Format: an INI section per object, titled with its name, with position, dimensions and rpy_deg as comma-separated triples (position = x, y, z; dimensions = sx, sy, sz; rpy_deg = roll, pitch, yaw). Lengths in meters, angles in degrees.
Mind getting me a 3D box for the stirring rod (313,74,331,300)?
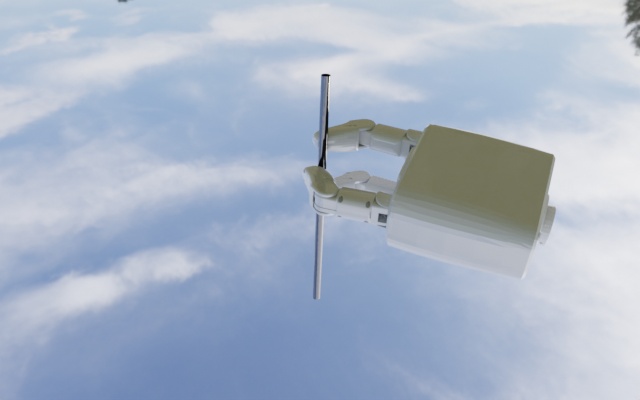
[stirring rod]
position = 0.000, 0.001, 0.446
dimensions = 0.011, 0.240, 0.011
rpy_deg = 2, 32, -1
